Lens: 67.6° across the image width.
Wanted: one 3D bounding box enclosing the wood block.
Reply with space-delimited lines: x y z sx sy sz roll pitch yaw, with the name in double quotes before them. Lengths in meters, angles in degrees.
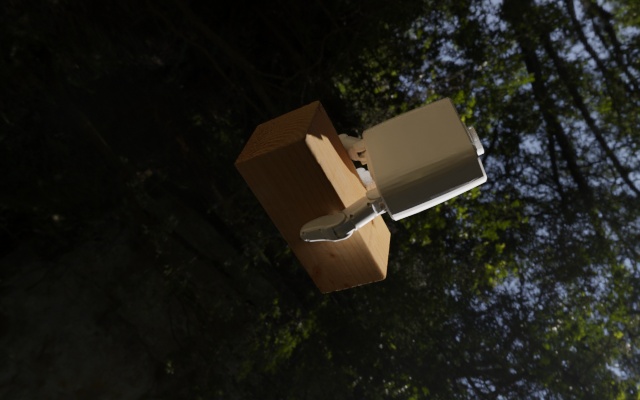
"wood block" 0.000 0.002 0.569 0.090 0.206 0.090 -17 31 24
